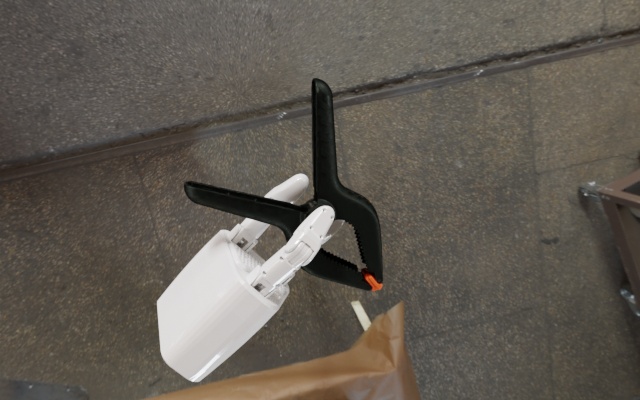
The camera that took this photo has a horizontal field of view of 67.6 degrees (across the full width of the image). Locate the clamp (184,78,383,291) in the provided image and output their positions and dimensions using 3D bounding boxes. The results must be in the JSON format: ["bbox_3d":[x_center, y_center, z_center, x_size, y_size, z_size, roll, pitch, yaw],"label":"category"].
[{"bbox_3d":[0.000,0.002,0.461,0.210,0.164,0.036,44,6,-15],"label":"clamp"}]
